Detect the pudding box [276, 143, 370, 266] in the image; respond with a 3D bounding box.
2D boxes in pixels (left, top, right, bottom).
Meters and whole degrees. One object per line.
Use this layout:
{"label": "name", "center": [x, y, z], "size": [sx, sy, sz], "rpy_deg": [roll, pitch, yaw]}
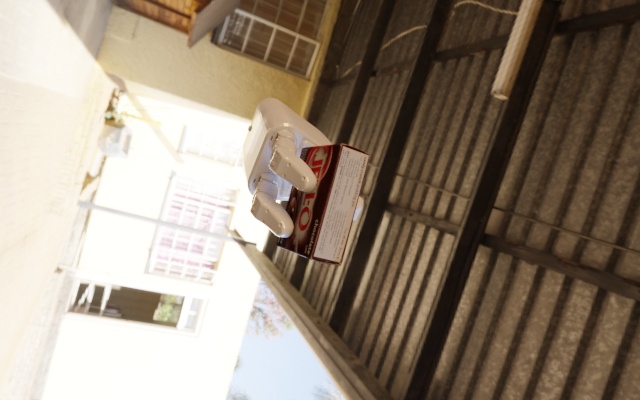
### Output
{"label": "pudding box", "center": [0.000, 0.002, 0.477], "size": [0.039, 0.113, 0.090], "rpy_deg": [14, -3, -25]}
